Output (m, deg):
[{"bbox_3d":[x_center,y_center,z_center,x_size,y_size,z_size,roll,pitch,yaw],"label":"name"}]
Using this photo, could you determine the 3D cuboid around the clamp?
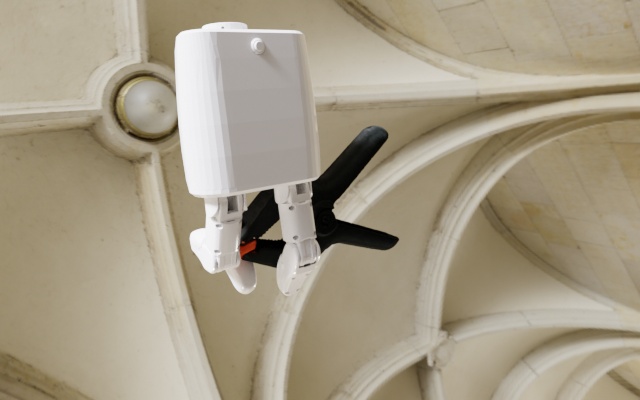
[{"bbox_3d":[0.000,0.001,0.411,0.171,0.120,0.039,-12,13,-33],"label":"clamp"}]
